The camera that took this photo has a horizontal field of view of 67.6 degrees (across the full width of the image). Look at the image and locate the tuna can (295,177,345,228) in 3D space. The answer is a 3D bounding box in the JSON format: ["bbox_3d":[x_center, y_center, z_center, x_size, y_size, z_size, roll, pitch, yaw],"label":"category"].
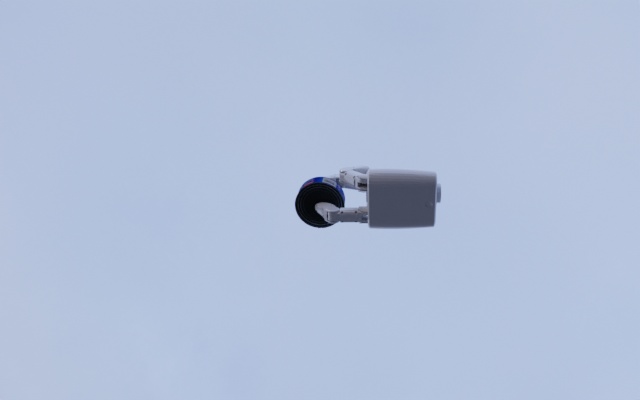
[{"bbox_3d":[0.000,0.002,0.828,0.086,0.086,0.033,0,24,6],"label":"tuna can"}]
